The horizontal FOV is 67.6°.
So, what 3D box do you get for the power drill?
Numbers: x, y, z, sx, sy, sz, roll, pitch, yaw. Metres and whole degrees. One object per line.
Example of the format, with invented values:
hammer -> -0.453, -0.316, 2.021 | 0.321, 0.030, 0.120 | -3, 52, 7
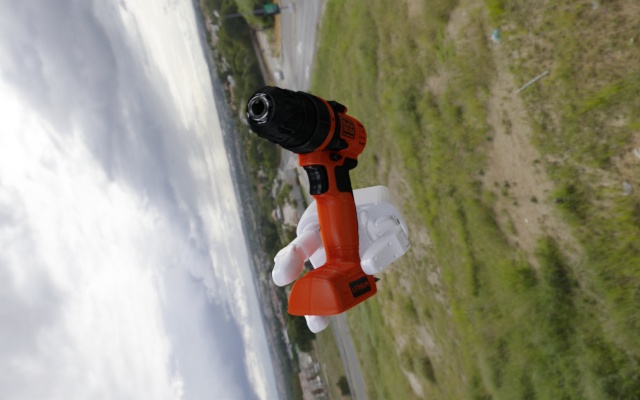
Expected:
power drill -> 0.000, 0.002, 0.422 | 0.057, 0.187, 0.184 | -5, -2, 27
